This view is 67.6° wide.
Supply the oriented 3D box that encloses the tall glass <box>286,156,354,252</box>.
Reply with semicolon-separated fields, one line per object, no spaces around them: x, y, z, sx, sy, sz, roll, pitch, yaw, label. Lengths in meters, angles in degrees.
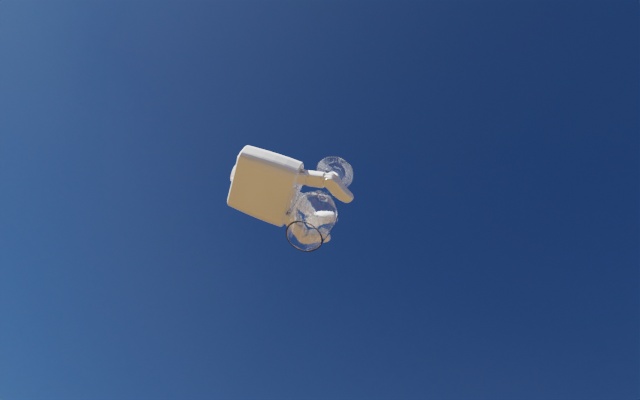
0.000;0.002;0.836;0.079;0.079;0.201;0;34;19;tall glass
